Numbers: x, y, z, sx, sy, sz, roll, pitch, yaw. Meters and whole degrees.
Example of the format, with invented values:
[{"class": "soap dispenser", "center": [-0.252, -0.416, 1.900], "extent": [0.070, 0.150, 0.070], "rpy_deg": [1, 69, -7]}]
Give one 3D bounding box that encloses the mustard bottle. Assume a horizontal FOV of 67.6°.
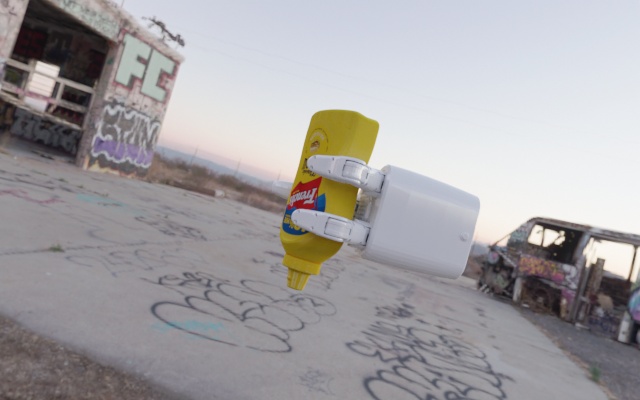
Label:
[{"class": "mustard bottle", "center": [0.000, 0.001, 0.511], "extent": [0.058, 0.191, 0.096], "rpy_deg": [18, -3, -33]}]
